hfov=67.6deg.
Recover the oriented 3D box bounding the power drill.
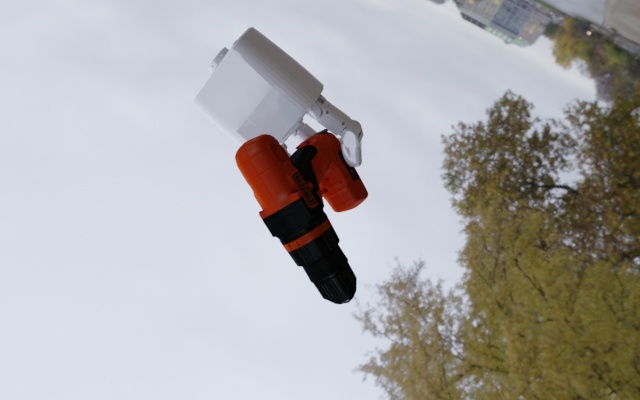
[{"bbox_3d":[0.000,0.001,0.526,0.057,0.184,0.187,-27,7,21],"label":"power drill"}]
